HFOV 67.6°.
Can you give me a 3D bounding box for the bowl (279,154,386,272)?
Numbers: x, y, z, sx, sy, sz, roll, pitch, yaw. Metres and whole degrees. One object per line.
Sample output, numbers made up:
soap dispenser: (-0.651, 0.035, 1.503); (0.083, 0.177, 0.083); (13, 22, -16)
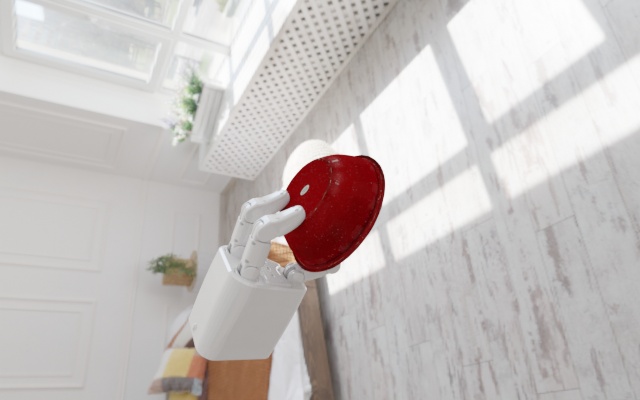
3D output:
bowl: (0.000, 0.001, 0.576); (0.055, 0.162, 0.162); (33, -19, -31)
